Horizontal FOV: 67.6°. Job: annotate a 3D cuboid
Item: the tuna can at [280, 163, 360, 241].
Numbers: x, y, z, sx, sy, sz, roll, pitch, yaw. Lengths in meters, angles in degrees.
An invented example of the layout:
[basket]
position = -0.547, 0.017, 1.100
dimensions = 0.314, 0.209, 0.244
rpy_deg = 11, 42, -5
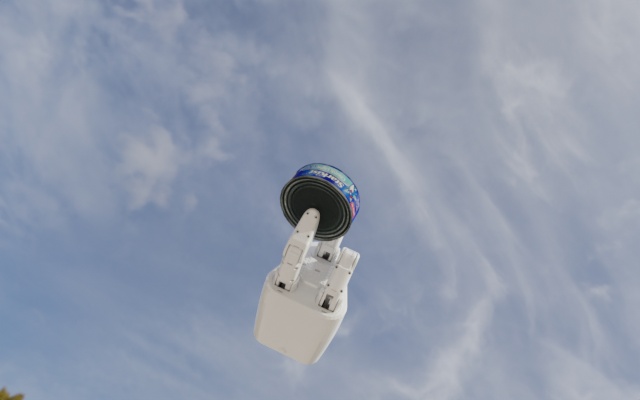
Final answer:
[tuna can]
position = 0.000, 0.001, 0.533
dimensions = 0.086, 0.086, 0.033
rpy_deg = 0, 33, 27
